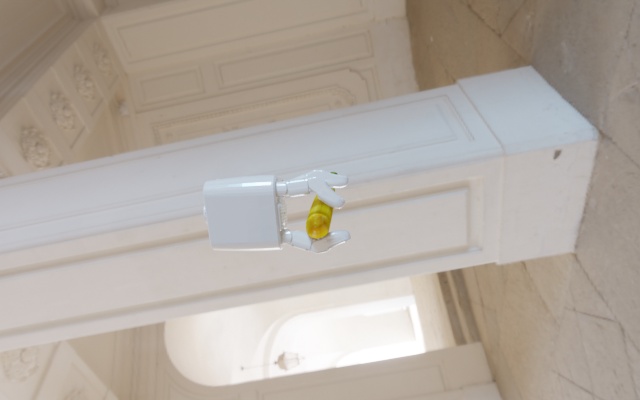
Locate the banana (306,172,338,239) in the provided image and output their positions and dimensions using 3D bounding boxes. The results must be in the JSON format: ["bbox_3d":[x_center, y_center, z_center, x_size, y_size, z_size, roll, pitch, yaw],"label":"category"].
[{"bbox_3d":[-0.001,0.018,0.735,0.037,0.070,0.197,6,24,4],"label":"banana"}]
